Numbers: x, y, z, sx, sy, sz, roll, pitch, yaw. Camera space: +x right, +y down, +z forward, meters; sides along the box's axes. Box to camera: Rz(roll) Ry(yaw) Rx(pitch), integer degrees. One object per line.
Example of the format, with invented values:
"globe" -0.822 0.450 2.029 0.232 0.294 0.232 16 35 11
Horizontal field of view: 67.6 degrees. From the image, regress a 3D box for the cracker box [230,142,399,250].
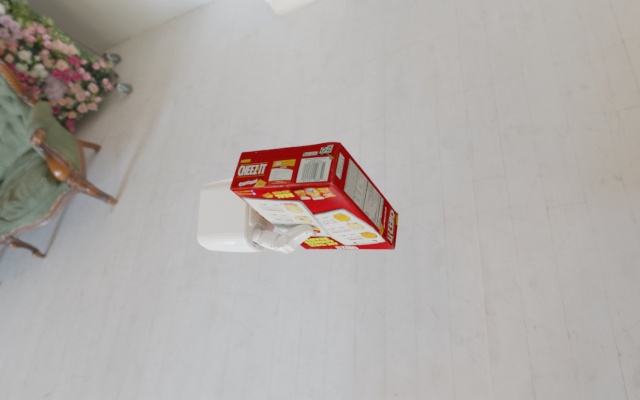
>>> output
"cracker box" 0.000 0.002 0.699 0.164 0.072 0.214 -3 -28 31
